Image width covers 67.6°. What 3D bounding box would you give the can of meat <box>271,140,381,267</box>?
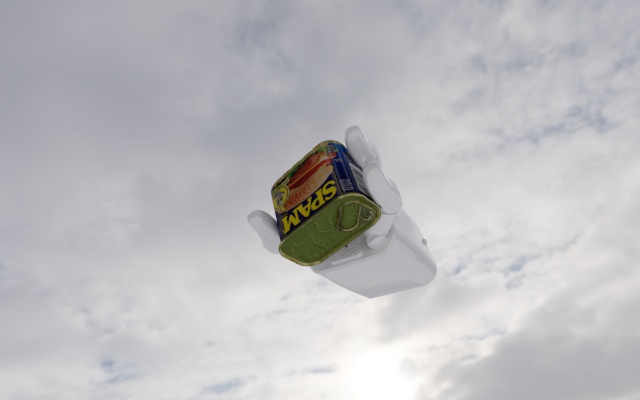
[{"bbox_3d":[0.000,0.001,0.475,0.102,0.084,0.057,-38,-47,22],"label":"can of meat"}]
